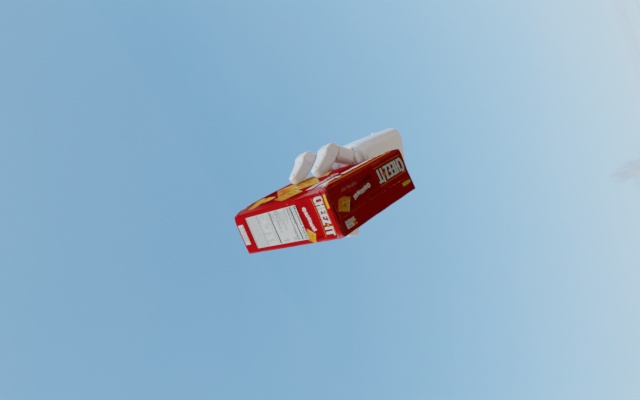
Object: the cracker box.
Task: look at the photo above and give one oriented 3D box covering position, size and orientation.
[{"bbox_3d":[0.000,0.002,0.688,0.164,0.072,0.214,-31,10,-41],"label":"cracker box"}]
